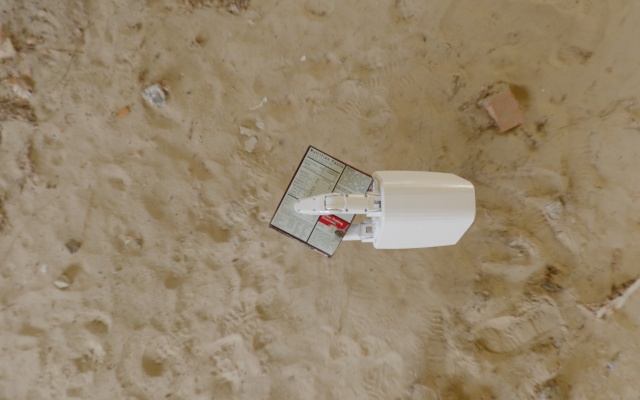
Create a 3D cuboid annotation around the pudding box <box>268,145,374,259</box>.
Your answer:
[{"bbox_3d":[0.000,0.002,0.583,0.090,0.113,0.039,28,-6,0],"label":"pudding box"}]
